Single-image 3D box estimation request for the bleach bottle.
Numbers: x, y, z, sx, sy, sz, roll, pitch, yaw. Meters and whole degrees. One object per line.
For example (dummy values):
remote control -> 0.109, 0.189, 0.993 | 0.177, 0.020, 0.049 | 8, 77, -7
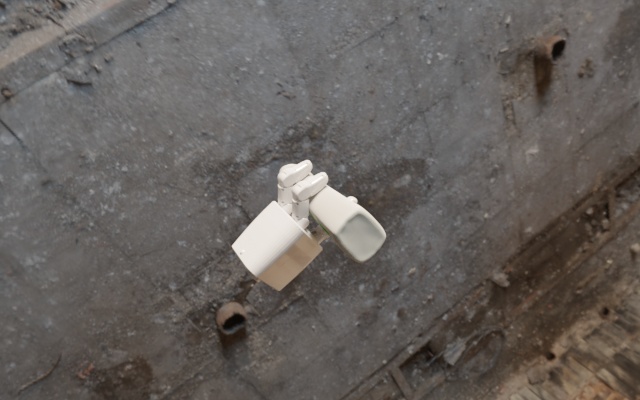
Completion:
bleach bottle -> 0.000, 0.003, 0.803 | 0.103, 0.068, 0.250 | 47, -4, -39
